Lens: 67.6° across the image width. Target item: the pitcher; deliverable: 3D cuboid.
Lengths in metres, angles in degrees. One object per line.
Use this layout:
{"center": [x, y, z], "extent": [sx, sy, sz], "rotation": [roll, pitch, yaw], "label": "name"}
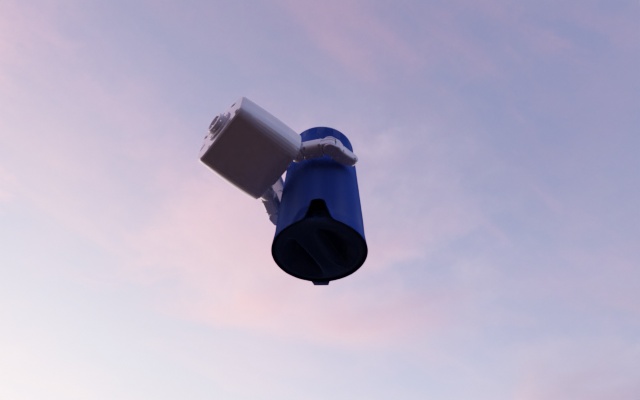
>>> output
{"center": [0.000, 0.002, 0.745], "extent": [0.145, 0.242, 0.149], "rotation": [34, -55, -26], "label": "pitcher"}
